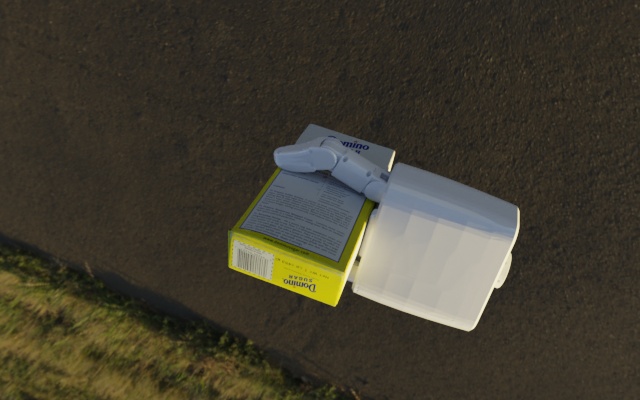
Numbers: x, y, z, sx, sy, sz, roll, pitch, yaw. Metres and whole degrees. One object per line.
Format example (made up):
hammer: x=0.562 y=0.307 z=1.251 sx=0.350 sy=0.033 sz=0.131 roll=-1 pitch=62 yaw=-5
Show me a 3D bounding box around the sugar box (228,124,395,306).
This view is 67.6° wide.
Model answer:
sugar box: x=0.000 y=0.002 z=0.418 sx=0.093 sy=0.048 sz=0.176 roll=19 pitch=38 yaw=10
